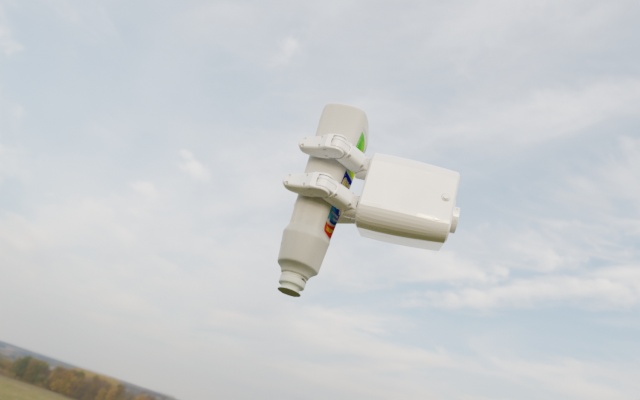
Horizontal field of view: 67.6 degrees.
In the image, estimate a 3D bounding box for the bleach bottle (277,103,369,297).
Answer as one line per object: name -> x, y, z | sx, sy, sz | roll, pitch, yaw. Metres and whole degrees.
bleach bottle -> 0.000, 0.002, 0.603 | 0.068, 0.250, 0.103 | 13, -27, 11
